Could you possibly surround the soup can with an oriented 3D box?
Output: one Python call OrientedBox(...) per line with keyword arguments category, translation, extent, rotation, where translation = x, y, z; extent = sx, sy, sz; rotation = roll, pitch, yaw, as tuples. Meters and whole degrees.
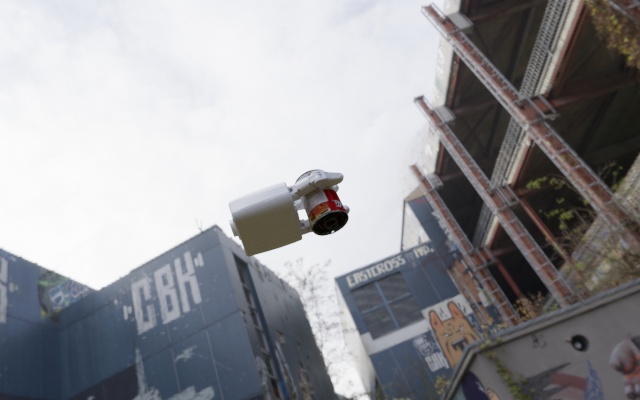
OrientedBox(category="soup can", translation=(0.000, 0.002, 0.850), extent=(0.068, 0.102, 0.069), rotation=(-17, -35, -12))
